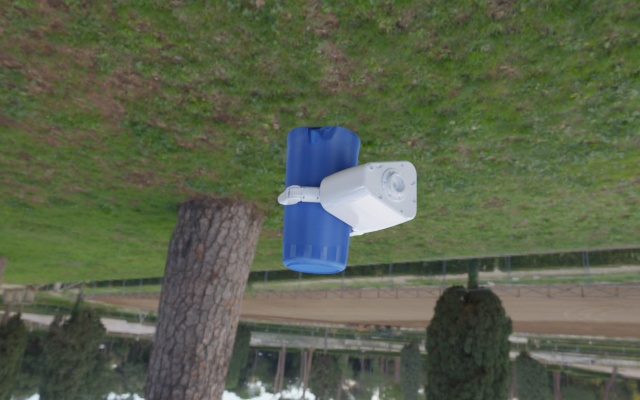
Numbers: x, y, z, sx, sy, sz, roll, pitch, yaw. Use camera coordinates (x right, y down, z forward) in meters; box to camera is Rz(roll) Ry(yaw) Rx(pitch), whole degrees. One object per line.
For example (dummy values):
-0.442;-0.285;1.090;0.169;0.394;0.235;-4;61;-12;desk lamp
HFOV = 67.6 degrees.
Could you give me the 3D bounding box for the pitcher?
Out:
0.000;0.003;0.842;0.149;0.242;0.145;16;-20;-32;pitcher
